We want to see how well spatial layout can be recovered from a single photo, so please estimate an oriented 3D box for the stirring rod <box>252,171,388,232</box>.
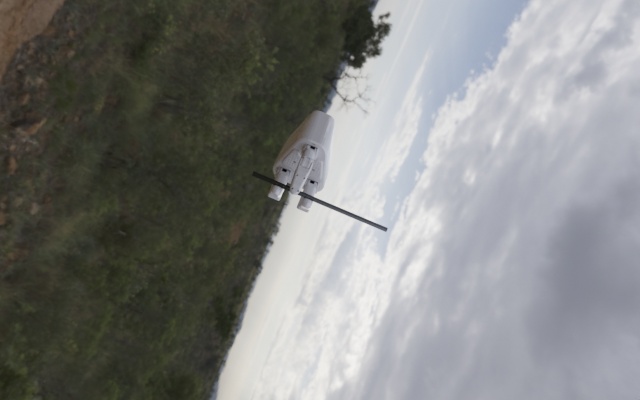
[{"bbox_3d":[0.000,0.002,0.786,0.239,0.011,0.011,23,-2,-5],"label":"stirring rod"}]
